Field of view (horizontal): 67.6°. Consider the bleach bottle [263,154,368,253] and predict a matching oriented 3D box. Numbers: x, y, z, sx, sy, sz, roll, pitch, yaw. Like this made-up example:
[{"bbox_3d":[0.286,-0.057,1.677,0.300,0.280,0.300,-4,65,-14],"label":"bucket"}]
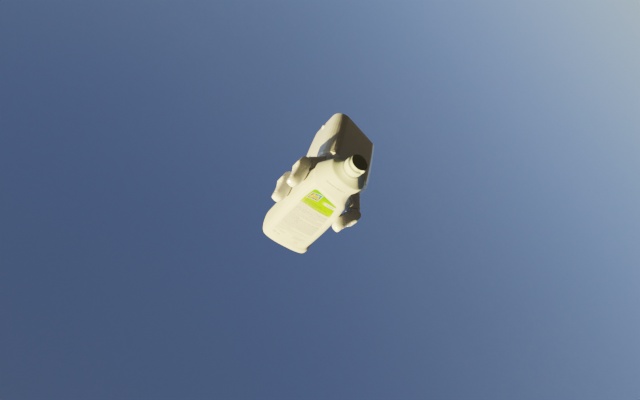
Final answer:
[{"bbox_3d":[0.000,0.003,0.793,0.102,0.068,0.251,28,-39,-18],"label":"bleach bottle"}]
